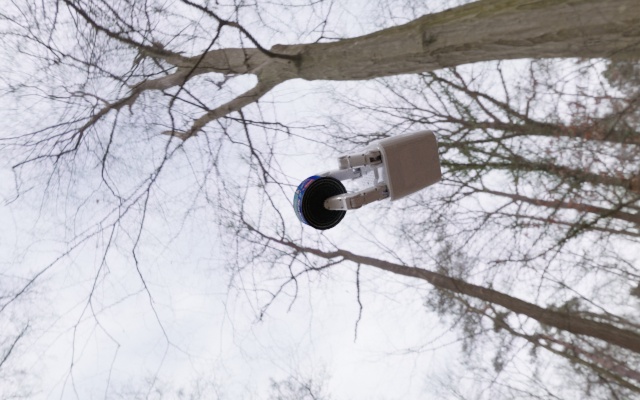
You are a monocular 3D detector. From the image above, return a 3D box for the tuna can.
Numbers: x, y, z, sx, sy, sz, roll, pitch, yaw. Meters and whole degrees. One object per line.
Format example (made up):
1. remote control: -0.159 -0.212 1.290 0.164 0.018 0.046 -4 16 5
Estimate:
1. tuna can: 0.000 0.002 0.755 0.086 0.086 0.033 0 9 -30
